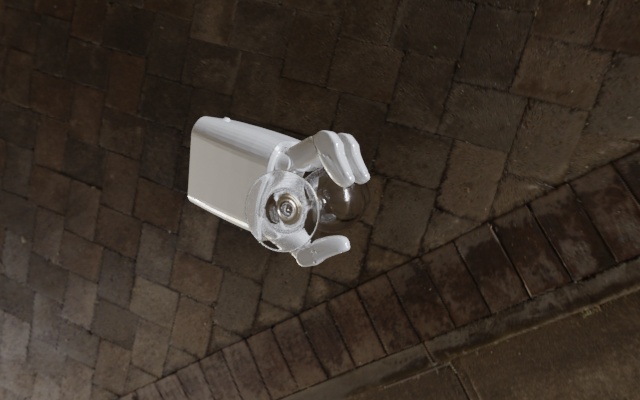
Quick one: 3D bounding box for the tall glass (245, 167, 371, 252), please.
[{"bbox_3d":[0.000,0.002,0.520,0.079,0.079,0.201,0,4,21],"label":"tall glass"}]
